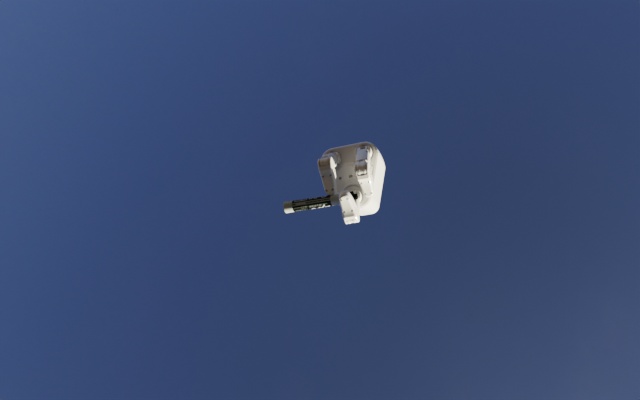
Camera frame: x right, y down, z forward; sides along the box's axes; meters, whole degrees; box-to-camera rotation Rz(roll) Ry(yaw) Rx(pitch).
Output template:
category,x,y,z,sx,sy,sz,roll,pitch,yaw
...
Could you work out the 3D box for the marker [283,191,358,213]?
category,x,y,z,sx,sy,sz,roll,pitch,yaw
marker,0.000,0.002,0.758,0.121,0.020,0.020,-9,-3,16
